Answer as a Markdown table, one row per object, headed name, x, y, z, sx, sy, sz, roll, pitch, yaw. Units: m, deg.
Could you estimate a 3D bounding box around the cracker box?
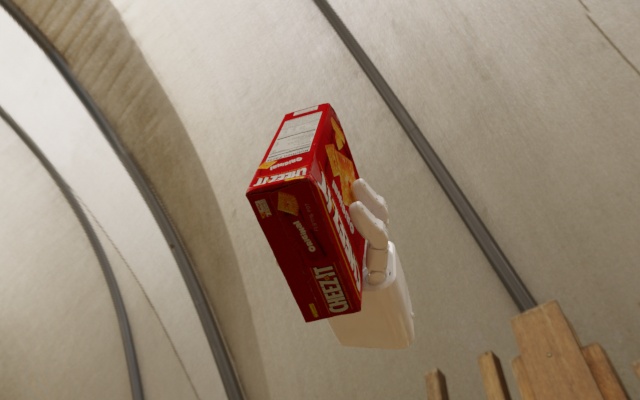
| name | x | y | z | sx | sy | sz | roll | pitch | yaw |
| --- | --- | --- | --- | --- | --- | --- | --- | --- | --- |
| cracker box | 0.000 | 0.002 | 0.547 | 0.072 | 0.164 | 0.213 | -15 | 27 | 15 |
